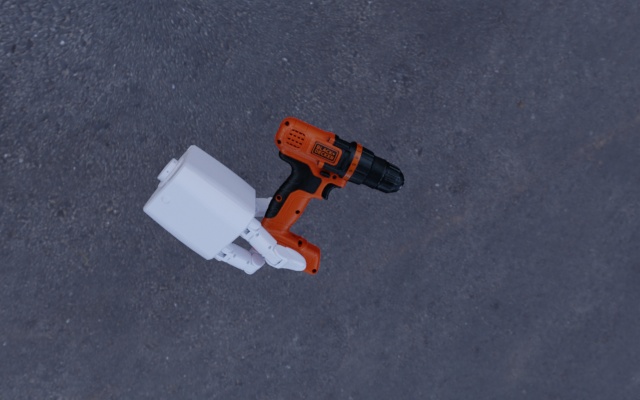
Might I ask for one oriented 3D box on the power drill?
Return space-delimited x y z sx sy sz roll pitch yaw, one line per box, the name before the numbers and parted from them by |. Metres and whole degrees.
power drill | 0.000 0.002 0.651 0.184 0.188 0.057 24 10 -7
